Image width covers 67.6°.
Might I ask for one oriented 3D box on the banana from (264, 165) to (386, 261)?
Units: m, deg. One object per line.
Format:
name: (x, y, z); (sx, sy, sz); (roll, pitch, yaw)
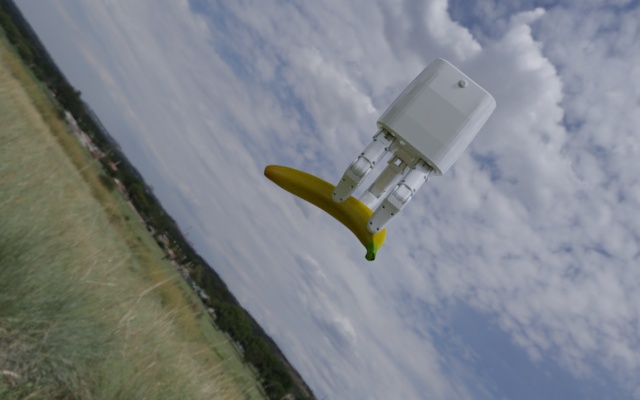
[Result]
banana: (0.014, 0.004, 0.590); (0.197, 0.037, 0.069); (36, 19, 32)
